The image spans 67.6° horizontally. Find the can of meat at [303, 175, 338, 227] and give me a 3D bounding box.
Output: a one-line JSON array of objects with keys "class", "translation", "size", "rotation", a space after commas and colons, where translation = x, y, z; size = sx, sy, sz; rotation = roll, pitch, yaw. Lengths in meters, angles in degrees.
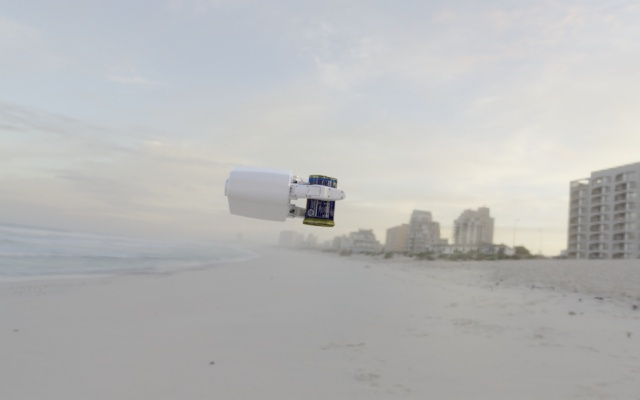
[{"class": "can of meat", "translation": [0.000, 0.002, 0.864], "size": [0.057, 0.084, 0.102], "rotation": [6, -6, -1]}]
